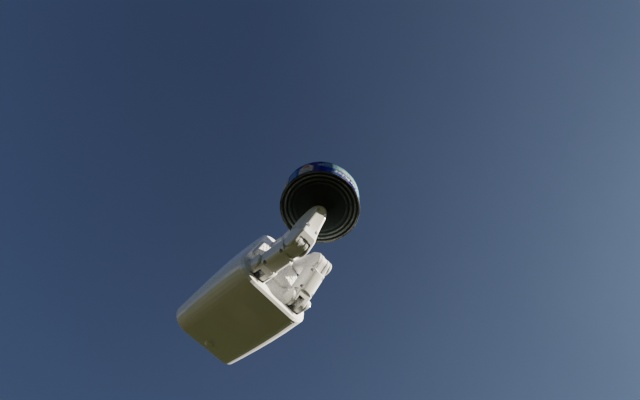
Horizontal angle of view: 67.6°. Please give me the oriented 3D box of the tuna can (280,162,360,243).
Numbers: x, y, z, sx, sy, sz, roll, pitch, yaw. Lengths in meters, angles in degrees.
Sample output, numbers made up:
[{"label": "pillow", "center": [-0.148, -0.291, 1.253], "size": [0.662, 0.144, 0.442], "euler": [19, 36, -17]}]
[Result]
[{"label": "tuna can", "center": [0.000, 0.001, 0.522], "size": [0.086, 0.086, 0.033], "euler": [0, 26, 4]}]
